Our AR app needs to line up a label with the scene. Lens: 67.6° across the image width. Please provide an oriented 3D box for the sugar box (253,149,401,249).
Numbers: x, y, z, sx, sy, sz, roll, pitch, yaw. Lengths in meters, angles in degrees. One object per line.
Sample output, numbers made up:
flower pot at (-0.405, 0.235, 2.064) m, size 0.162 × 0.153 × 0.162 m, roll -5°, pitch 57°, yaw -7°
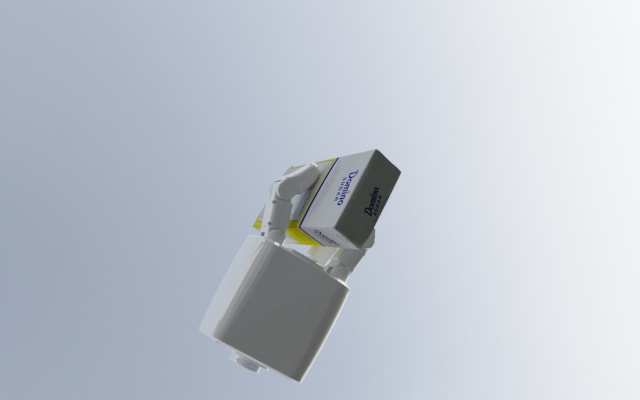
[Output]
sugar box at (0.000, 0.002, 0.517) m, size 0.048 × 0.093 × 0.176 m, roll 39°, pitch -21°, yaw -27°
